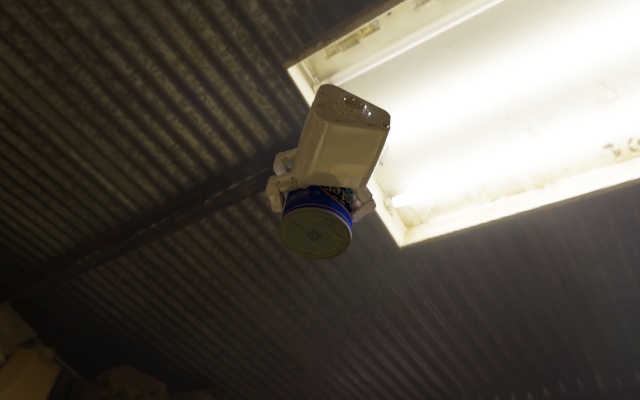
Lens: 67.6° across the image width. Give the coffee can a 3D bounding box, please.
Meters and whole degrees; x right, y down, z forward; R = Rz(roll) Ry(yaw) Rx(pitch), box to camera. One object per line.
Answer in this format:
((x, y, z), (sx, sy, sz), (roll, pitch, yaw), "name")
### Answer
((0.000, 0.003, 0.712), (0.103, 0.103, 0.140), (0, 44, 10), "coffee can")
